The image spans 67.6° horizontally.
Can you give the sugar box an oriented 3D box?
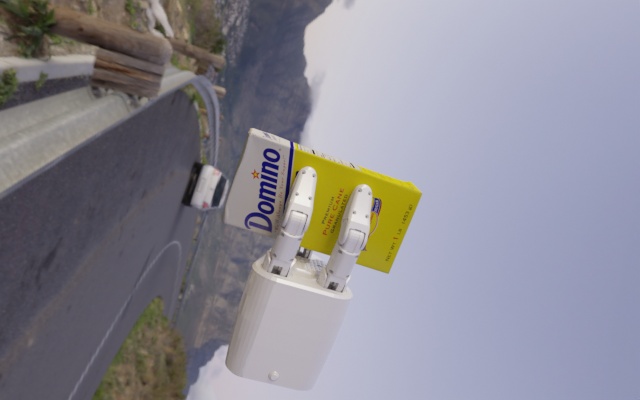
[{"bbox_3d":[0.000,0.002,0.471,0.176,0.093,0.048,17,13,-12],"label":"sugar box"}]
